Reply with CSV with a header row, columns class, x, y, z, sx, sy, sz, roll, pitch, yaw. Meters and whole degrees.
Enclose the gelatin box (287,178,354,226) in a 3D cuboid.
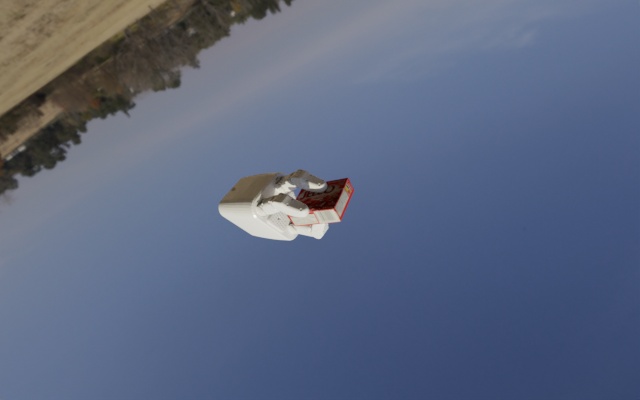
class,x,y,z,sx,sy,sz,roll,pitch,yaw
gelatin box,0.001,0.003,0.749,0.089,0.030,0.073,-8,38,32
